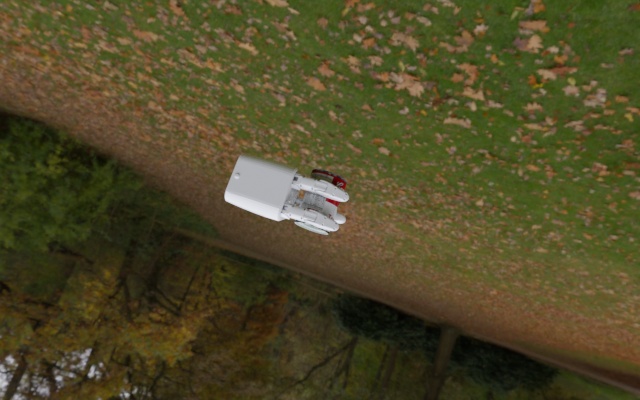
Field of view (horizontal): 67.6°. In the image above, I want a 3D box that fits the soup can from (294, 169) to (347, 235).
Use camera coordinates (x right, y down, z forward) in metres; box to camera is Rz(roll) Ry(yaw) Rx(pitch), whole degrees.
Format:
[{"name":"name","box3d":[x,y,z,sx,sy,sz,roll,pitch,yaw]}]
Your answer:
[{"name":"soup can","box3d":[0.001,0.003,0.860,0.068,0.102,0.068,19,-11,4]}]
